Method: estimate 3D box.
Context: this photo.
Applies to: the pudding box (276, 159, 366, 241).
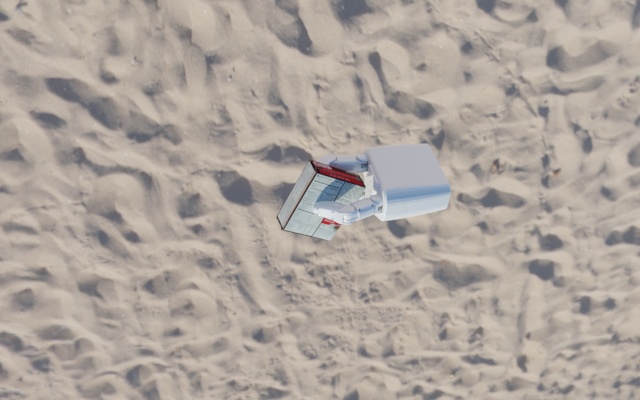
[{"bbox_3d":[0.000,0.002,0.706,0.090,0.113,0.039,16,28,-30],"label":"pudding box"}]
